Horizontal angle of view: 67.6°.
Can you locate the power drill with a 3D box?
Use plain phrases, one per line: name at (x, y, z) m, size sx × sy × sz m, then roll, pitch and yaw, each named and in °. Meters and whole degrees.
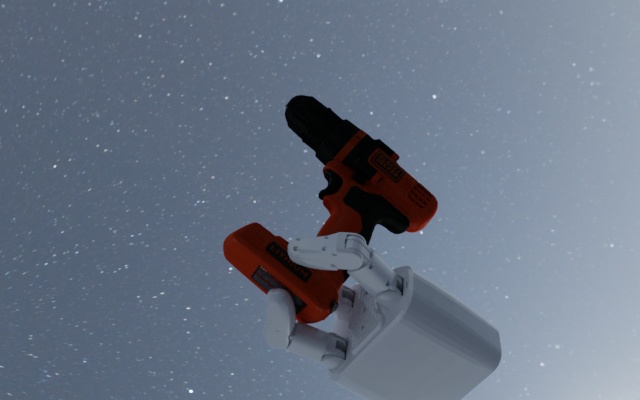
power drill at (0.000, 0.002, 0.440) m, size 0.187 × 0.184 × 0.057 m, roll -47°, pitch -5°, yaw -32°
